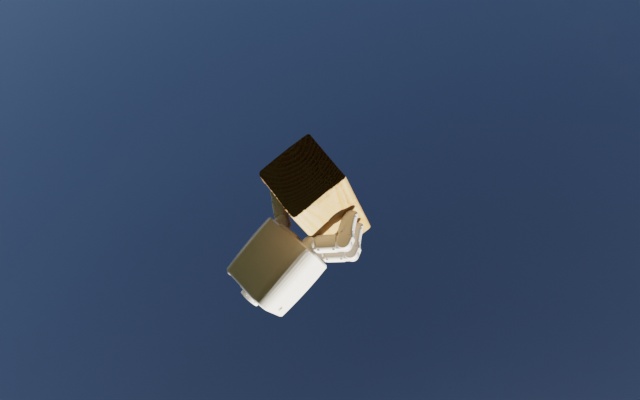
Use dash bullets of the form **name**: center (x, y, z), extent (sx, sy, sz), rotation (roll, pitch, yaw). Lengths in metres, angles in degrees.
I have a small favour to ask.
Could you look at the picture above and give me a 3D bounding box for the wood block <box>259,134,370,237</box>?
- **wood block**: center (0.000, 0.002, 0.719), extent (0.090, 0.090, 0.206), rotation (-39, -25, -2)
